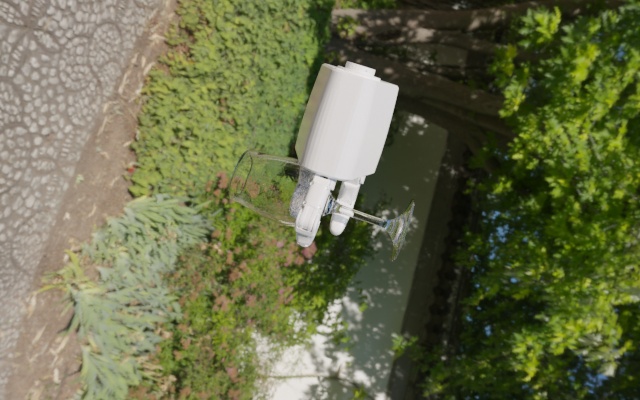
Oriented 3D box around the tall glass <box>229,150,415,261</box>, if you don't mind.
[{"bbox_3d":[0.001,0.002,0.548,0.201,0.079,0.079,18,1,5],"label":"tall glass"}]
